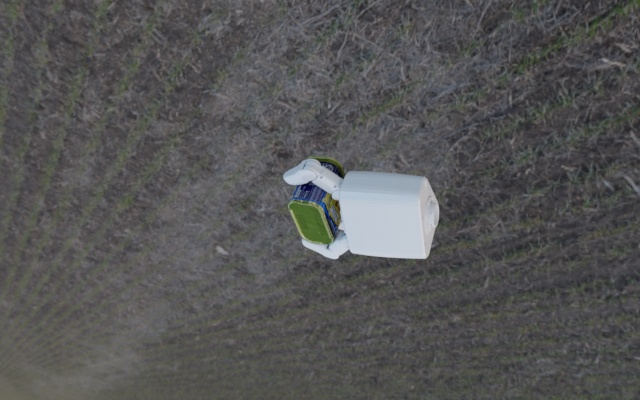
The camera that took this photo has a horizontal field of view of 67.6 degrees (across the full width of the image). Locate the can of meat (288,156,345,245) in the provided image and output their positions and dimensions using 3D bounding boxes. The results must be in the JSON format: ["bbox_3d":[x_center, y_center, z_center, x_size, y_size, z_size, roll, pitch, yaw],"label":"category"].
[{"bbox_3d":[0.000,0.002,0.680,0.057,0.084,0.102,6,-37,23],"label":"can of meat"}]
